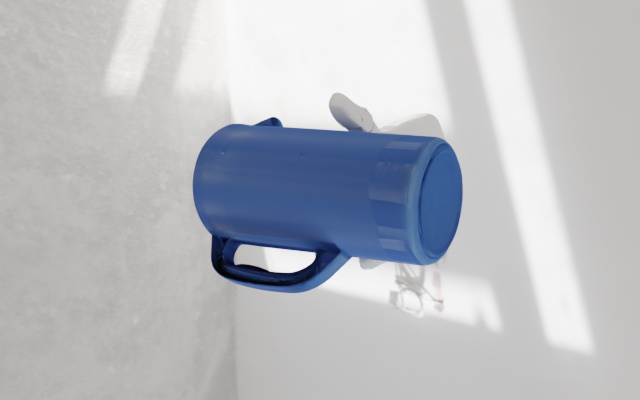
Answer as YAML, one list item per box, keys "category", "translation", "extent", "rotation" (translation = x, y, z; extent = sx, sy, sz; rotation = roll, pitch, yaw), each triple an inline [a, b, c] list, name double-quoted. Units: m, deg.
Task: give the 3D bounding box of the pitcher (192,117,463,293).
- category: "pitcher"
  translation: [0.000, 0.001, 0.459]
  extent: [0.243, 0.149, 0.145]
  rotation: [6, 22, 36]
